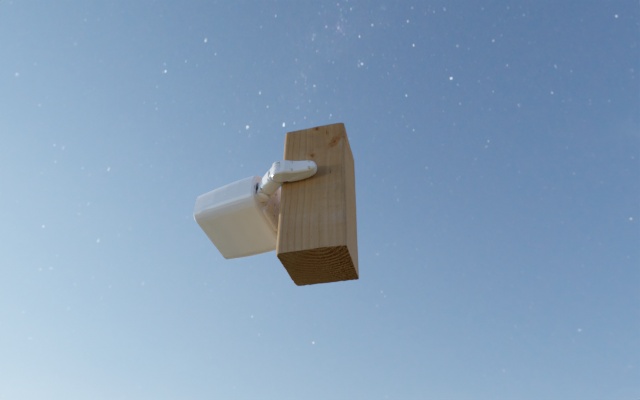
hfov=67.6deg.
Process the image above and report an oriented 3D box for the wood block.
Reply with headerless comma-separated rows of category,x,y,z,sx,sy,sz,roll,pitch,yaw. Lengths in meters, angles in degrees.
wood block,0.000,0.002,0.661,0.090,0.206,0.091,-8,-37,12
